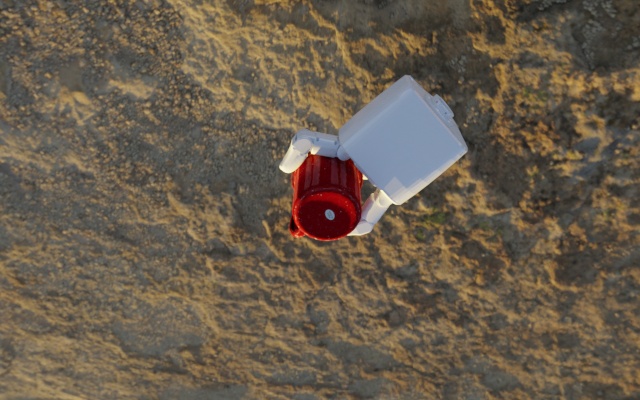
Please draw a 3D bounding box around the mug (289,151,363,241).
[{"bbox_3d":[-0.001,0.003,0.591,0.093,0.117,0.081,37,27,-22],"label":"mug"}]
